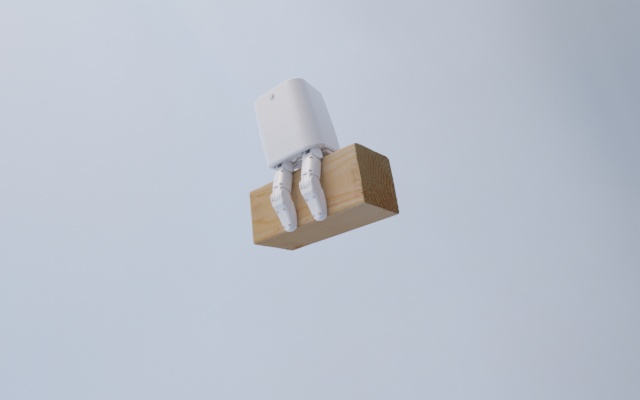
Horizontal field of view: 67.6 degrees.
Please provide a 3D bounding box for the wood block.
[{"bbox_3d":[0.000,0.002,0.709,0.206,0.090,0.091,-22,-24,35],"label":"wood block"}]
